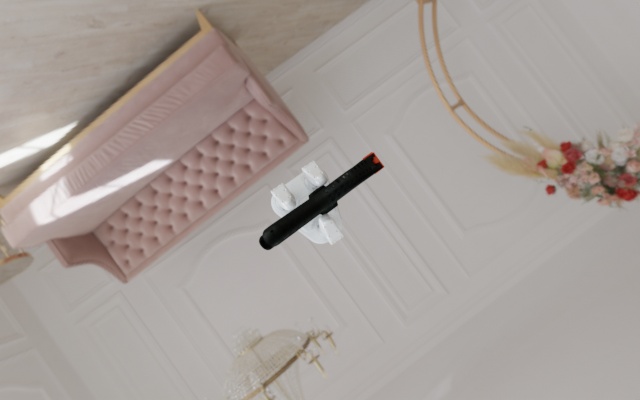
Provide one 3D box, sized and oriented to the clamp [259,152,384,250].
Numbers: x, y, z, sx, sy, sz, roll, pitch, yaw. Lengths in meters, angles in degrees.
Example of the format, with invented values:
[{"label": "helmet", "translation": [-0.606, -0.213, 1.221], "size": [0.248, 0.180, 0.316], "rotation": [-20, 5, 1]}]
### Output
[{"label": "clamp", "translation": [0.001, 0.002, 0.649], "size": [0.210, 0.036, 0.164], "rotation": [-36, 0, -5]}]
